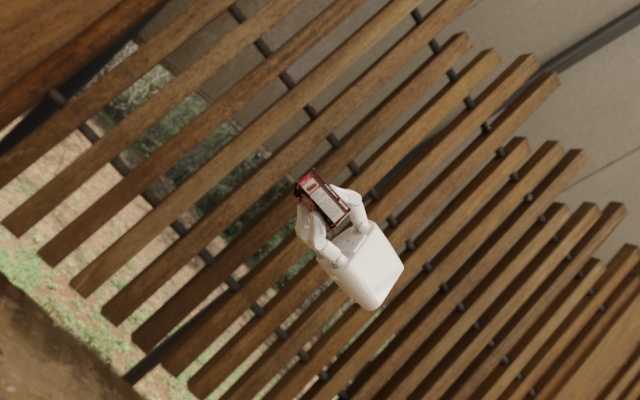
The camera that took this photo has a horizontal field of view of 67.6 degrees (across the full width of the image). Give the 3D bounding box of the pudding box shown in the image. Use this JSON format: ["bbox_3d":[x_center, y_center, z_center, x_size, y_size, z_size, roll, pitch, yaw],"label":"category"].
[{"bbox_3d":[0.000,0.002,0.754,0.039,0.090,0.113,-42,-3,-12],"label":"pudding box"}]
